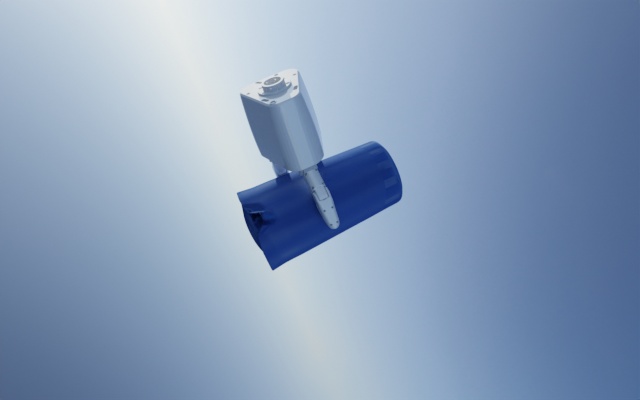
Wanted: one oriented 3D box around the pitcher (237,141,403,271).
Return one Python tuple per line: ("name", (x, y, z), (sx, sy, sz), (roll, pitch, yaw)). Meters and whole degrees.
("pitcher", (0.000, 0.002, 0.763), (0.243, 0.145, 0.149), (-25, 34, -7))
